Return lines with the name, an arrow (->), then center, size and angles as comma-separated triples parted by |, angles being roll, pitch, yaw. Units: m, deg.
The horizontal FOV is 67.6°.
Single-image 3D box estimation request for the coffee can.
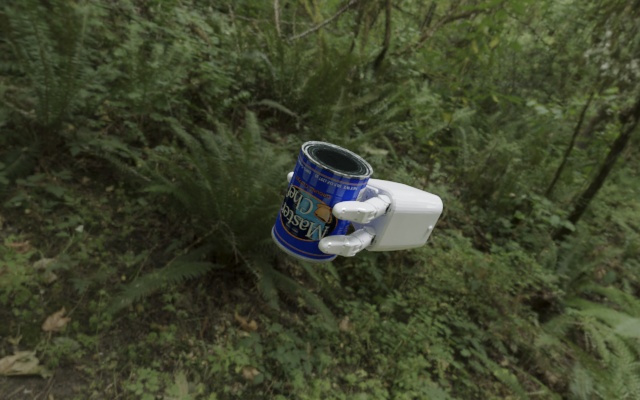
coffee can -> 0.000, 0.002, 0.673 | 0.103, 0.140, 0.102 | 18, 25, -8
